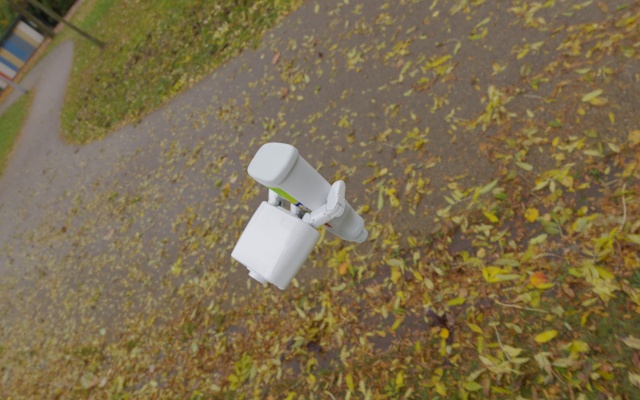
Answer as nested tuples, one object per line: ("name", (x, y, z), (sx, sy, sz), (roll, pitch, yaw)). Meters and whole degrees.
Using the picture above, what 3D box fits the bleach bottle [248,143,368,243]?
("bleach bottle", (0.000, 0.003, 0.792), (0.251, 0.068, 0.102), (39, -13, -35))
